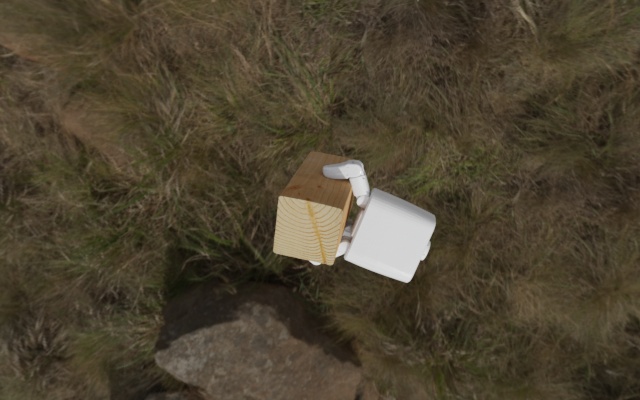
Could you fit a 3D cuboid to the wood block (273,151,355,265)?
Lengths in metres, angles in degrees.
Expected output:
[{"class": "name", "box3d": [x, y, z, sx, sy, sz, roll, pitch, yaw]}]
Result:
[{"class": "wood block", "box3d": [0.001, 0.002, 0.740, 0.090, 0.091, 0.206, 12, 24, 6]}]
